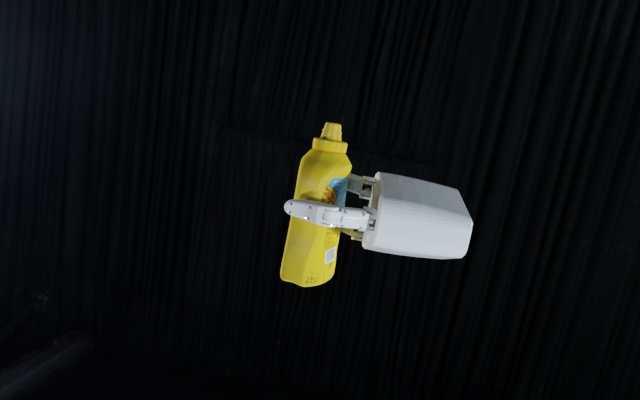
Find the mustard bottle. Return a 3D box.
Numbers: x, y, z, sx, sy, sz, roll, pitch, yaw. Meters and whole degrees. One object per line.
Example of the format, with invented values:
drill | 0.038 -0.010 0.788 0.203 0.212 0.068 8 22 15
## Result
mustard bottle | 0.000 0.002 0.579 0.058 0.191 0.096 14 10 23
